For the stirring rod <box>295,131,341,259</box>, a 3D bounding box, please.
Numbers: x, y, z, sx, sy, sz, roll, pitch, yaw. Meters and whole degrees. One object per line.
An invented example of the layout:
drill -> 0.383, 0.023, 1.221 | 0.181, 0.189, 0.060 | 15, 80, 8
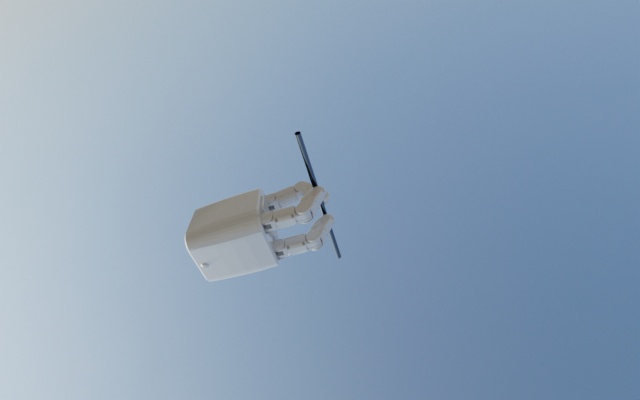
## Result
stirring rod -> 0.000, 0.002, 0.677 | 0.011, 0.240, 0.011 | -10, 41, 9
